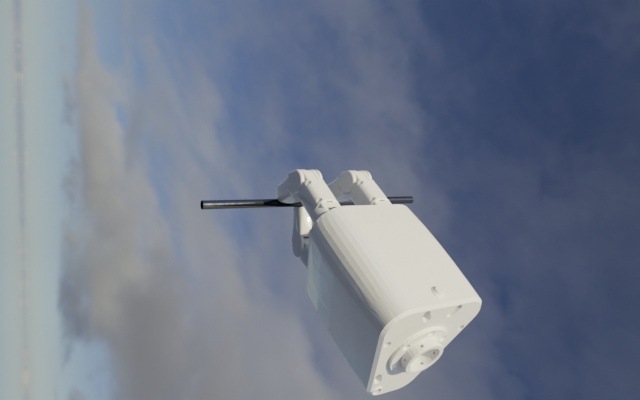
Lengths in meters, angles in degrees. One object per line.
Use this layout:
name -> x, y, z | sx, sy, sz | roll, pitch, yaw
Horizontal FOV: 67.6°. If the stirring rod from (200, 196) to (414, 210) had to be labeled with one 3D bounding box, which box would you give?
stirring rod -> 0.000, 0.002, 0.474 | 0.239, 0.011, 0.011 | -1, 1, -32
